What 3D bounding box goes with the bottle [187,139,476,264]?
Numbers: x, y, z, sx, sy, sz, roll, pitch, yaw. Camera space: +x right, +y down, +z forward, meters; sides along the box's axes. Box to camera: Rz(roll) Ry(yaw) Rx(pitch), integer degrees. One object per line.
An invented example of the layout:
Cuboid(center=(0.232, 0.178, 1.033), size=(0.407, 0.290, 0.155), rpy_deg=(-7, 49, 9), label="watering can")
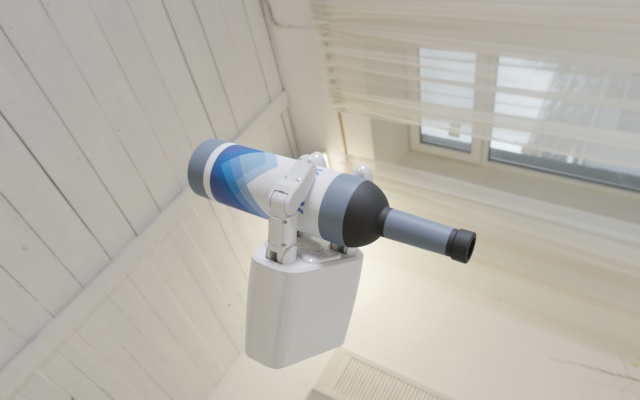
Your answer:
Cuboid(center=(0.000, 0.001, 0.462), size=(0.295, 0.069, 0.069), rpy_deg=(17, 8, 28), label="bottle")
